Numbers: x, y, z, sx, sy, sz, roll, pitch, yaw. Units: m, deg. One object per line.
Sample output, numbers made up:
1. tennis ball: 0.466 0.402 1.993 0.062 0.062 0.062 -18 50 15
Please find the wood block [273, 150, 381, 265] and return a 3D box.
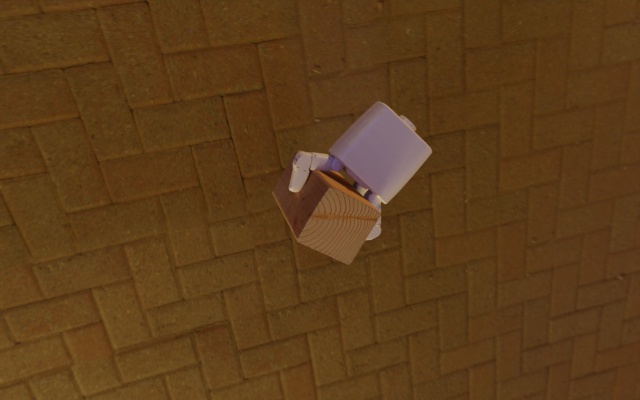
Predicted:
1. wood block: 0.000 0.002 0.738 0.091 0.090 0.206 28 10 -22
